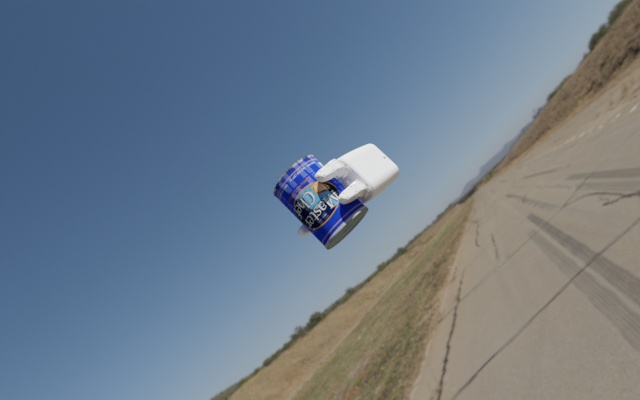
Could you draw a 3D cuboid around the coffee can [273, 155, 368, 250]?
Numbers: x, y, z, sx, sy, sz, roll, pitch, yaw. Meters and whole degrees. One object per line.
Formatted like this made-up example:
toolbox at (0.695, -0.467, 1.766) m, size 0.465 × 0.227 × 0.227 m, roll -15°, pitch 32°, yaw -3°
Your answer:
coffee can at (0.000, 0.003, 0.851) m, size 0.140 × 0.103 × 0.103 m, roll 45°, pitch 12°, yaw 12°
